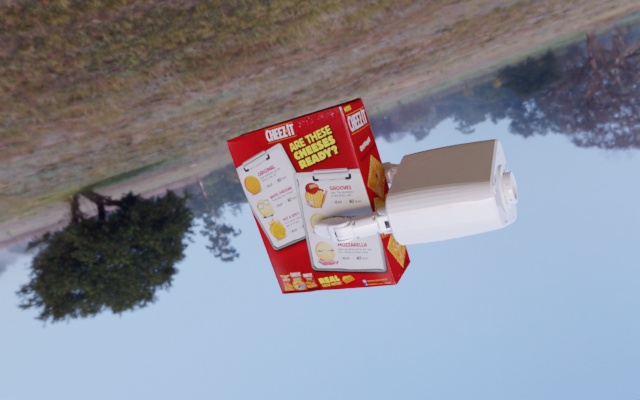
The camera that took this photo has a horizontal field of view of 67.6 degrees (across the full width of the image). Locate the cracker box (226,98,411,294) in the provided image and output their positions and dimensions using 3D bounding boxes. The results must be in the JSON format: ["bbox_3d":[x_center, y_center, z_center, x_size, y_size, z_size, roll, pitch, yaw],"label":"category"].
[{"bbox_3d":[0.000,0.002,0.586,0.164,0.214,0.072,-11,14,30],"label":"cracker box"}]
